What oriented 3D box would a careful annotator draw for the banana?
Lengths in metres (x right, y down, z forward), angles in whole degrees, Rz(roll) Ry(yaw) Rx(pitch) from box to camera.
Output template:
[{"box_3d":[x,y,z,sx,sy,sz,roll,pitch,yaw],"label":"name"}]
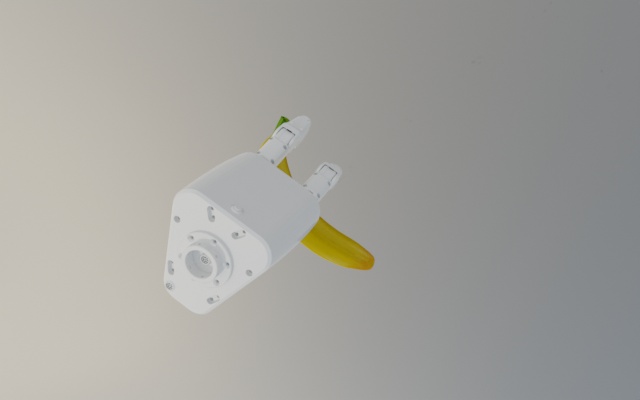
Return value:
[{"box_3d":[-0.017,0.008,0.534,0.069,0.198,0.037,-30,7,21],"label":"banana"}]
